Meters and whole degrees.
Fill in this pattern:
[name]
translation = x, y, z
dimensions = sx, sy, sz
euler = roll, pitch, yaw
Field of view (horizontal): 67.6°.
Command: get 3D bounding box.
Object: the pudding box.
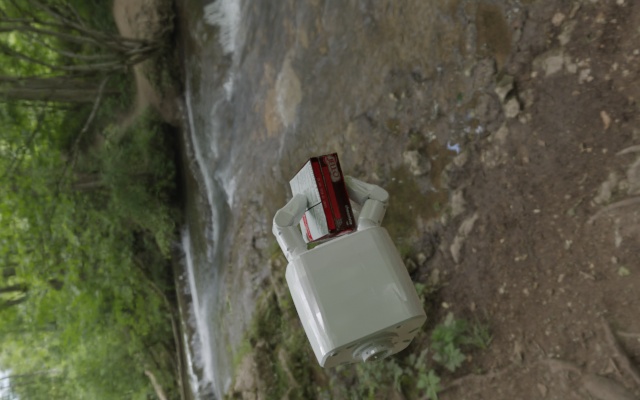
[pudding box]
translation = 0.000, 0.002, 0.572
dimensions = 0.039, 0.090, 0.113
euler = -11, -8, -19
